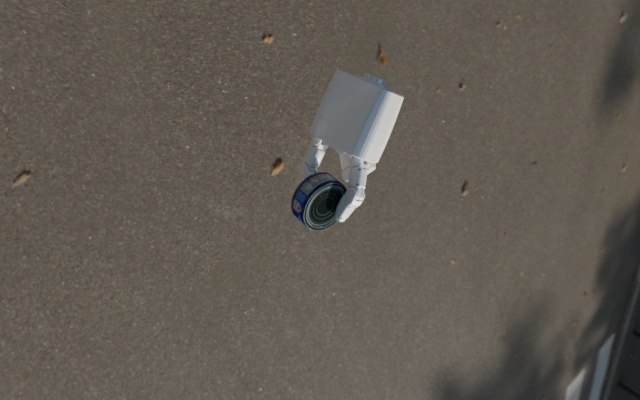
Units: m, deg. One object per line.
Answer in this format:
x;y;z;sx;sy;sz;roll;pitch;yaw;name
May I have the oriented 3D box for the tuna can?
0.000;0.003;0.722;0.086;0.086;0.033;0;29;-40;tuna can
